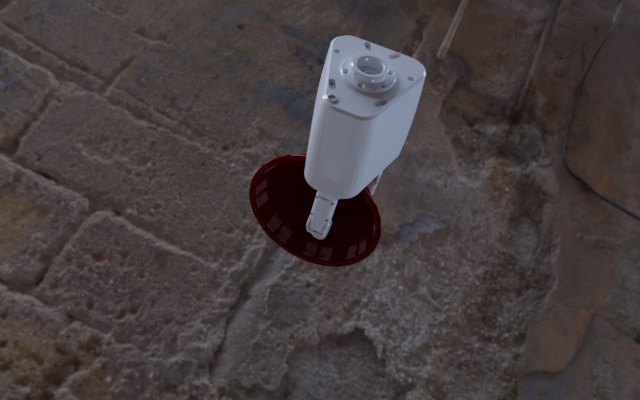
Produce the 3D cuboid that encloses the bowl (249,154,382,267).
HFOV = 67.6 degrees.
[{"bbox_3d":[0.000,0.002,0.564,0.162,0.162,0.055,0,36,26],"label":"bowl"}]
